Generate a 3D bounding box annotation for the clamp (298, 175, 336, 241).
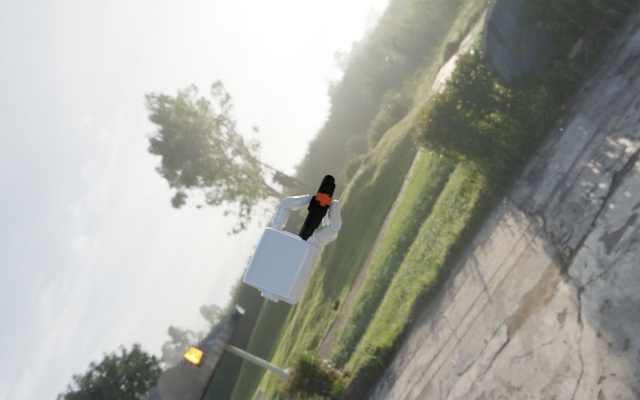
[{"bbox_3d":[-0.001,0.003,0.894,0.036,0.164,0.210,23,-16,-2],"label":"clamp"}]
